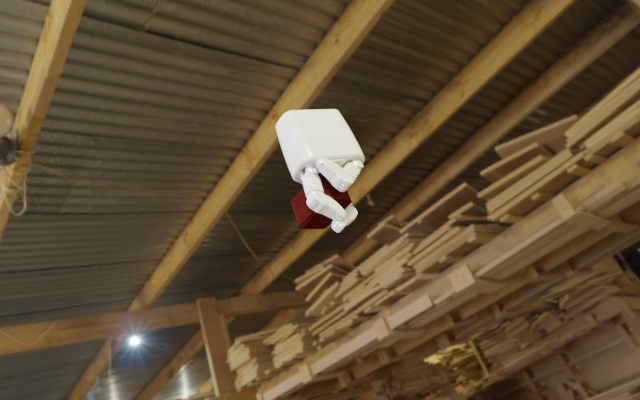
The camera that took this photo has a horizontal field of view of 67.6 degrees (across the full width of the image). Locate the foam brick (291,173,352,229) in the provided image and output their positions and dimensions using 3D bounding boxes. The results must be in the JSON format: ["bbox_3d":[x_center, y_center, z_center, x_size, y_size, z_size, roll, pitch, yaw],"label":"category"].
[{"bbox_3d":[0.000,0.003,0.738,0.053,0.051,0.078,5,-39,-40],"label":"foam brick"}]
